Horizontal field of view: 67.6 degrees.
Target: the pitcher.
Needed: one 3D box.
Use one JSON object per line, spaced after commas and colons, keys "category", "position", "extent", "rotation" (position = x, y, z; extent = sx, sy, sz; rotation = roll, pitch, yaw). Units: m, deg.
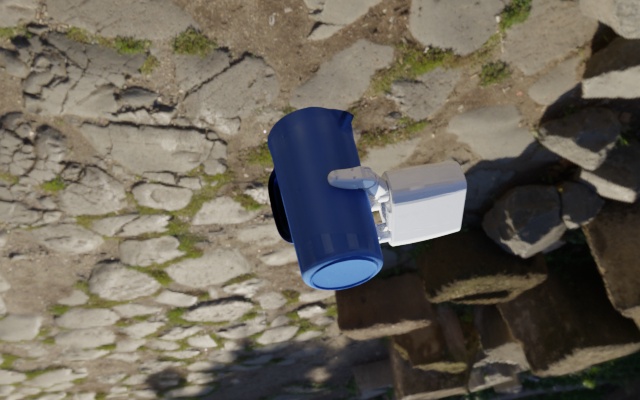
{"category": "pitcher", "position": [0.000, 0.002, 0.680], "extent": [0.145, 0.242, 0.149], "rotation": [-10, -32, -5]}
